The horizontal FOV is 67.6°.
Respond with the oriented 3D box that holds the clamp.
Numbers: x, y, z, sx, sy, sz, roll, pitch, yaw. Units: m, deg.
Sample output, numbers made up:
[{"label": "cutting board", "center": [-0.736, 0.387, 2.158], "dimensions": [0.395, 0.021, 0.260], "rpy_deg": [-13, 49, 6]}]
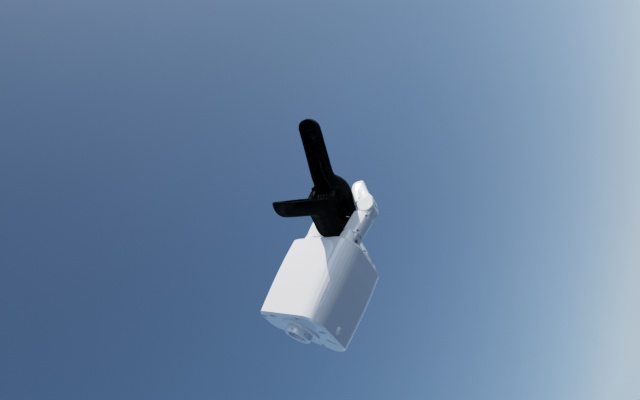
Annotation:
[{"label": "clamp", "center": [0.000, 0.002, 0.569], "dimensions": [0.039, 0.120, 0.172], "rpy_deg": [6, -35, 35]}]
